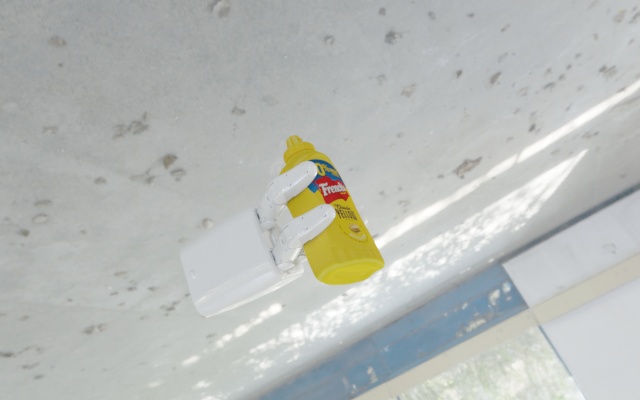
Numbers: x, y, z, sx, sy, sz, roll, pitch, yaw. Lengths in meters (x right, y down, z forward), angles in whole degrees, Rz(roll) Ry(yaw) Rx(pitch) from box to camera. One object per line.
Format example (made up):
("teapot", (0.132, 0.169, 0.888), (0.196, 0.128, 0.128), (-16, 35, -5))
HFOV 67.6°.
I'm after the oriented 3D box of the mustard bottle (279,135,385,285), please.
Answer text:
("mustard bottle", (0.000, 0.002, 0.553), (0.096, 0.191, 0.058), (8, -41, -47))
